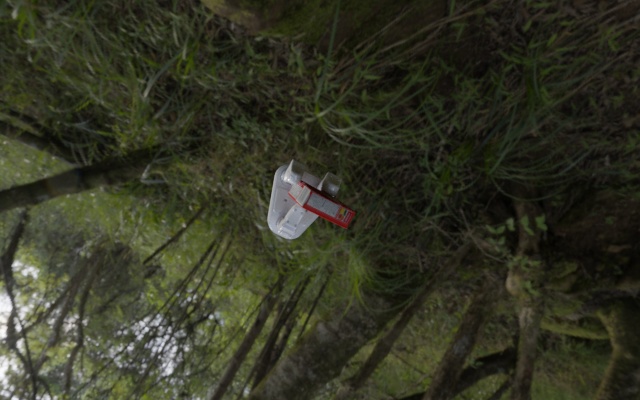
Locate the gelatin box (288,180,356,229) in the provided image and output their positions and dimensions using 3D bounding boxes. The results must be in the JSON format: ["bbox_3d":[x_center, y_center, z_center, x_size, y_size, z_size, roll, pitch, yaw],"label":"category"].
[{"bbox_3d":[0.000,0.003,0.674,0.073,0.030,0.089,27,4,-21],"label":"gelatin box"}]
